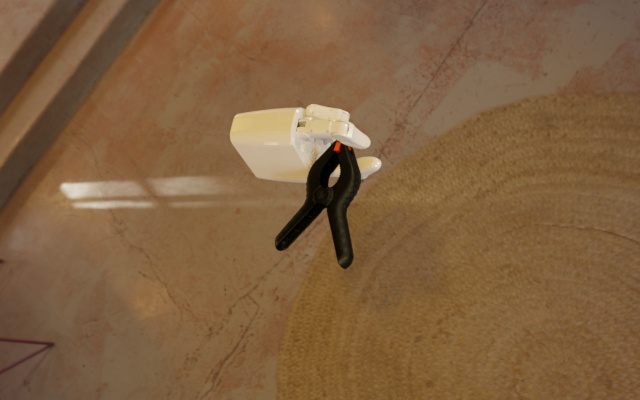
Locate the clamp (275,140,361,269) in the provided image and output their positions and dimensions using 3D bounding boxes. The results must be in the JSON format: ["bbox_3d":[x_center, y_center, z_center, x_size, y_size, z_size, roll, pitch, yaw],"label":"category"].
[{"bbox_3d":[0.000,0.002,0.636,0.120,0.171,0.039,3,-18,27],"label":"clamp"}]
